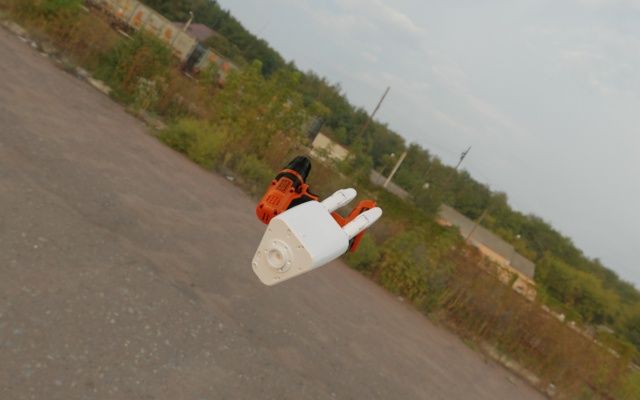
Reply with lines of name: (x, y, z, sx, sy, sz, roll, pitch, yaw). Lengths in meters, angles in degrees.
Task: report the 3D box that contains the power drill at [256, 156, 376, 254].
power drill: (0.000, 0.003, 0.852, 0.187, 0.057, 0.184, 22, 43, 7)
